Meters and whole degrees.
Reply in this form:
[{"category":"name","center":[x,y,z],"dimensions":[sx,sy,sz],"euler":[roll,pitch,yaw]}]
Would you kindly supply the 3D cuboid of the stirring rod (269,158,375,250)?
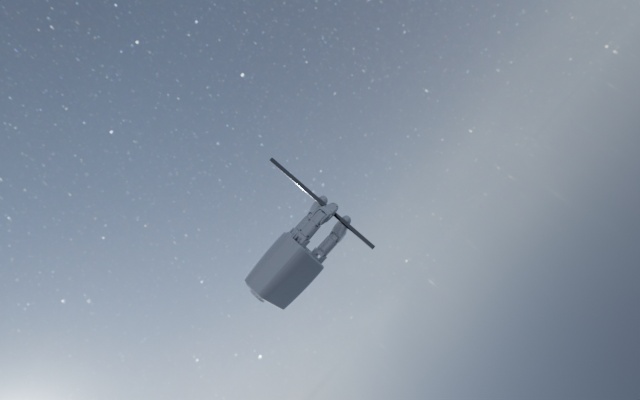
[{"category":"stirring rod","center":[0.000,0.003,0.822],"dimensions":[0.239,0.011,0.011],"euler":[41,12,14]}]
